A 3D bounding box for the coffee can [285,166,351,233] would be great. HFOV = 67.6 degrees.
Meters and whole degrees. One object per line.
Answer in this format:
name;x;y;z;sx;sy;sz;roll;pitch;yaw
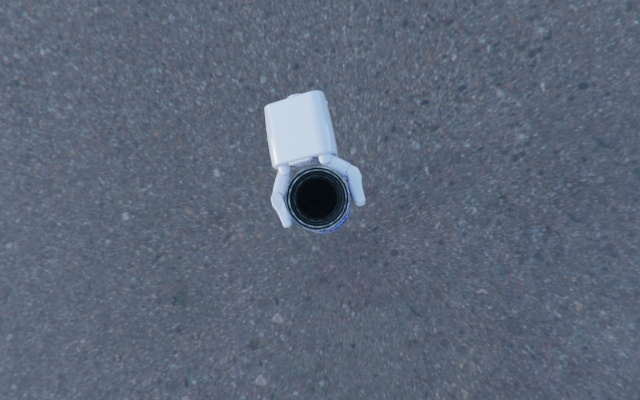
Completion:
coffee can;0.000;0.003;0.805;0.103;0.103;0.140;0;-5;4
